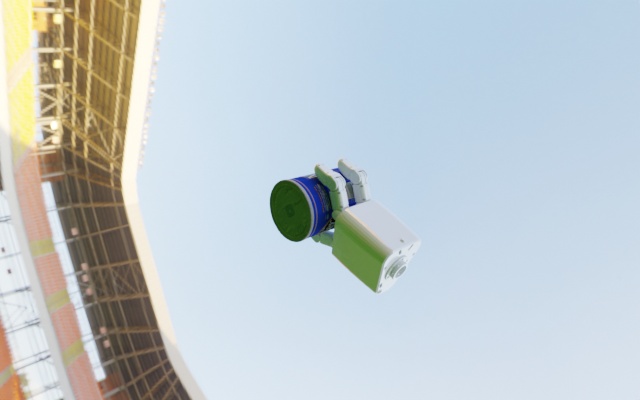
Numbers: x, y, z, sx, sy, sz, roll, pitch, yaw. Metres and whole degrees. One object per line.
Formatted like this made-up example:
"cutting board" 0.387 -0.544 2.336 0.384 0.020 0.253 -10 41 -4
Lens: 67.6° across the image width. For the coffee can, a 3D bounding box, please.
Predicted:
"coffee can" 0.000 0.003 0.807 0.140 0.103 0.103 -17 11 -41
